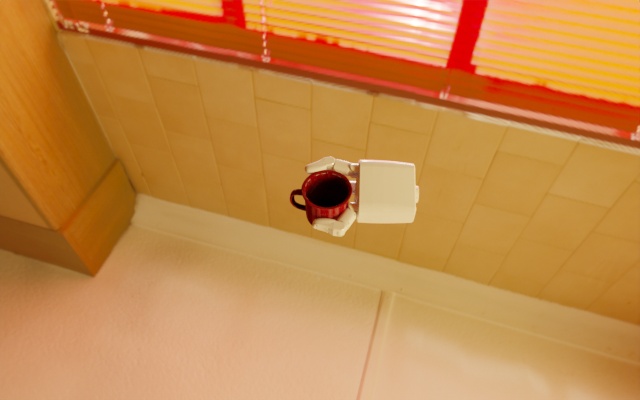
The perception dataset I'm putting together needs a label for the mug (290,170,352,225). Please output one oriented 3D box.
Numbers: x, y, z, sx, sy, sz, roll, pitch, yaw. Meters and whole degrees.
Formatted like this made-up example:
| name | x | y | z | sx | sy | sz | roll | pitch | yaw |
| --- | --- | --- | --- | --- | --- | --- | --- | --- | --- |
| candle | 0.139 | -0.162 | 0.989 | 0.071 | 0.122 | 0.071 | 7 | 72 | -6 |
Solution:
| name | x | y | z | sx | sy | sz | roll | pitch | yaw |
| --- | --- | --- | --- | --- | --- | --- | --- | --- | --- |
| mug | -0.001 | 0.003 | 0.900 | 0.117 | 0.093 | 0.082 | 3 | -37 | 3 |
